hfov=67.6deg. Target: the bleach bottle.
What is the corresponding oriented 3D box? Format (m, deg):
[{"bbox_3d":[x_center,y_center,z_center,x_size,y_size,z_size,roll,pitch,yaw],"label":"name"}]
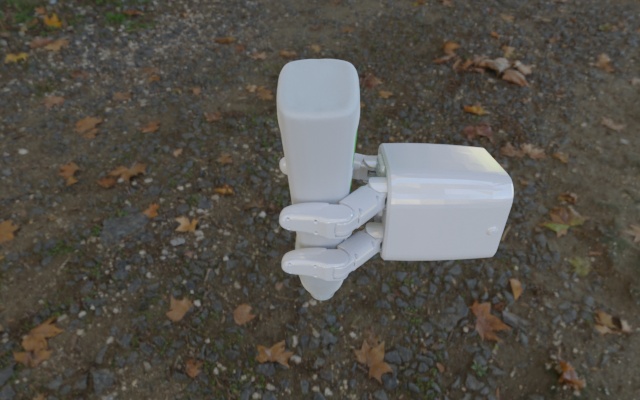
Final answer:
[{"bbox_3d":[0.000,0.002,0.464,0.068,0.251,0.102,0,41,1],"label":"bleach bottle"}]
